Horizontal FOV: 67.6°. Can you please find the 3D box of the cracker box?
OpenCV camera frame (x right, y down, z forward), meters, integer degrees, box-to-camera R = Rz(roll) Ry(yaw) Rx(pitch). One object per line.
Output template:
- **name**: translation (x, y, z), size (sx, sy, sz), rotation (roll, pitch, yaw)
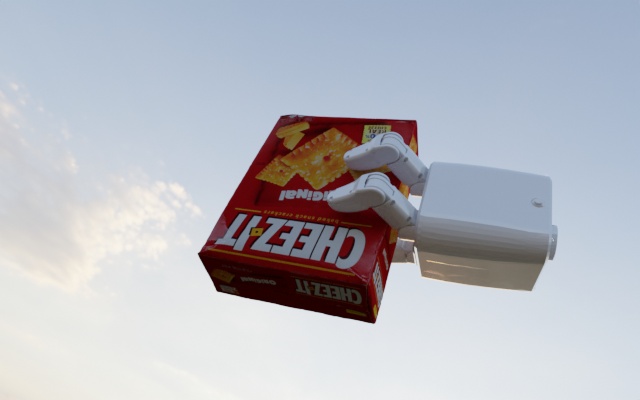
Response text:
- **cracker box**: translation (0.000, 0.002, 0.487), size (0.164, 0.213, 0.072), rotation (7, -42, 20)
